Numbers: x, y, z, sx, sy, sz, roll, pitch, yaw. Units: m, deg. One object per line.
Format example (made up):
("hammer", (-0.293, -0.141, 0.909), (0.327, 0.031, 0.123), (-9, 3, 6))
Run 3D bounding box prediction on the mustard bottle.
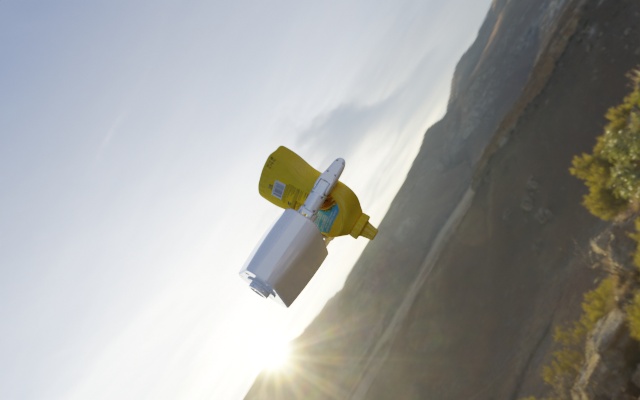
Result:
("mustard bottle", (0.000, 0.002, 0.715), (0.191, 0.096, 0.058), (32, 44, 9))
